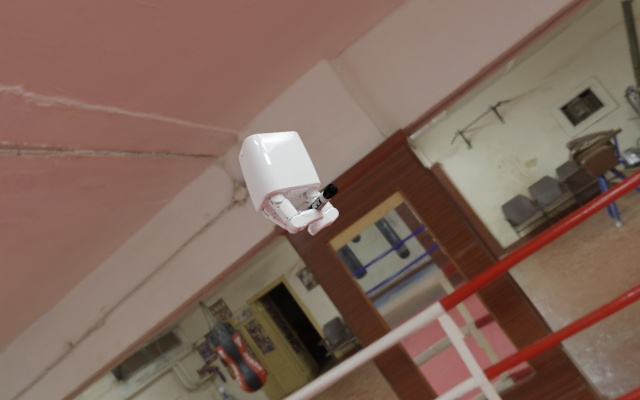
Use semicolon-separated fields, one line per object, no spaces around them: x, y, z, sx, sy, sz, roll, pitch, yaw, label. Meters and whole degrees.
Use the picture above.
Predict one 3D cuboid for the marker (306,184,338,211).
0.000;0.003;0.762;0.020;0.020;0.121;0;-21;-20;marker
